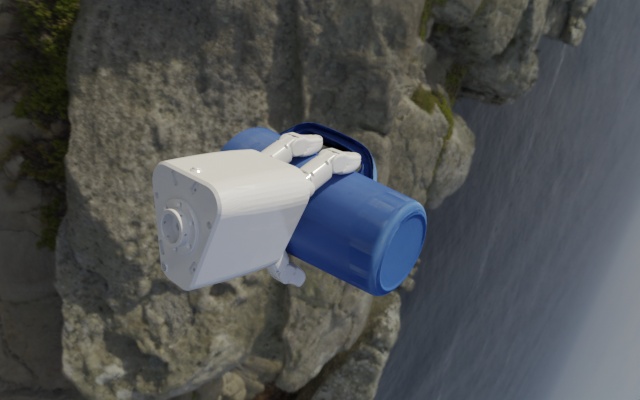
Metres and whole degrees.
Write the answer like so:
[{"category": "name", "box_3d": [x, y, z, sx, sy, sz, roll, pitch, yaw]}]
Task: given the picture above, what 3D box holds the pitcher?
[{"category": "pitcher", "box_3d": [0.000, 0.002, 0.557, 0.242, 0.149, 0.145, 25, 21, 33]}]
